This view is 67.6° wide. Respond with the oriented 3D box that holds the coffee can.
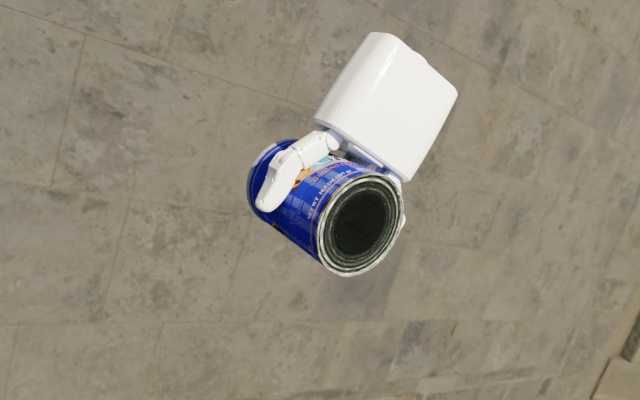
[{"bbox_3d":[0.000,0.002,0.492,0.103,0.103,0.140,0,19,-36],"label":"coffee can"}]
